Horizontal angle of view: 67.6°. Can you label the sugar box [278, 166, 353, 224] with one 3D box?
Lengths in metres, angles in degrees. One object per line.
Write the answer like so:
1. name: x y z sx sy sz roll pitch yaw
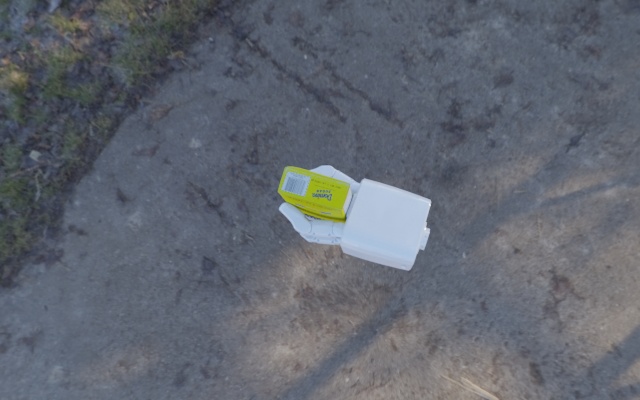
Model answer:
1. sugar box: 0.000 0.003 0.714 0.093 0.048 0.176 17 -12 11
